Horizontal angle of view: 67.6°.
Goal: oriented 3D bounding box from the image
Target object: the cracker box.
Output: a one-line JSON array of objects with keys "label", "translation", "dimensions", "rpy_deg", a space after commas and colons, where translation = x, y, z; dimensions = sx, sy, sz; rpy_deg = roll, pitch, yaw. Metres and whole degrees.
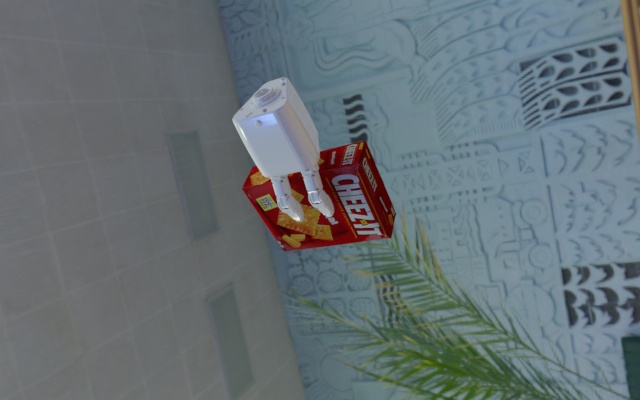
[{"label": "cracker box", "translation": [0.000, 0.003, 0.812], "dimensions": [0.214, 0.164, 0.072], "rpy_deg": [-9, 39, 25]}]
